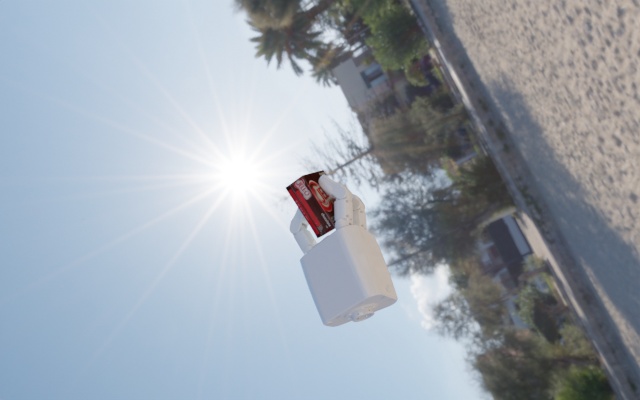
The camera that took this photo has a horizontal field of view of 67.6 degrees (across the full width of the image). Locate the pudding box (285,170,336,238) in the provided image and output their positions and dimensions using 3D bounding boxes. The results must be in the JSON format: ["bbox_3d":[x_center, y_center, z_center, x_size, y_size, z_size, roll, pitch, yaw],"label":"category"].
[{"bbox_3d":[0.000,0.003,0.733,0.039,0.090,0.113,-32,-2,16],"label":"pudding box"}]
